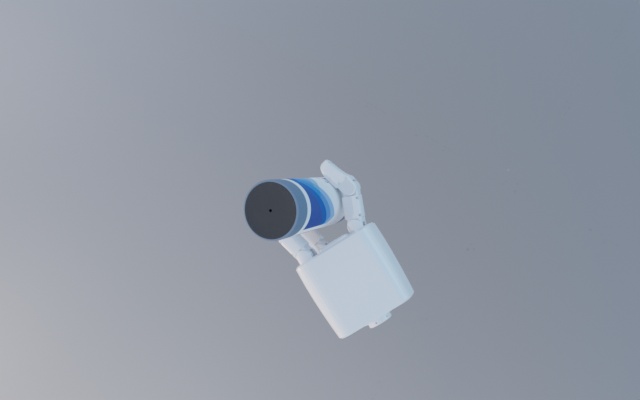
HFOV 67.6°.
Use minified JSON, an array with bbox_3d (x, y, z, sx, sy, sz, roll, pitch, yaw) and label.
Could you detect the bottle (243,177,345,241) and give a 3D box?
[{"bbox_3d":[0.000,0.002,0.644,0.069,0.069,0.295,0,3,21],"label":"bottle"}]
